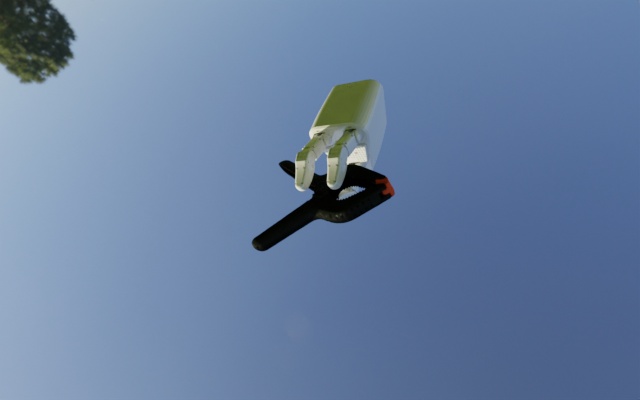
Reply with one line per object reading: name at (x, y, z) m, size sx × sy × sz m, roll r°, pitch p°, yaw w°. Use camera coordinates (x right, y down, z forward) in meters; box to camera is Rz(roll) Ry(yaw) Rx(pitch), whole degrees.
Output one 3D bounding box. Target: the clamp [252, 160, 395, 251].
clamp at (0.001, 0.002, 0.679) m, size 0.210 × 0.164 × 0.036 m, roll -2°, pitch -36°, yaw 33°
